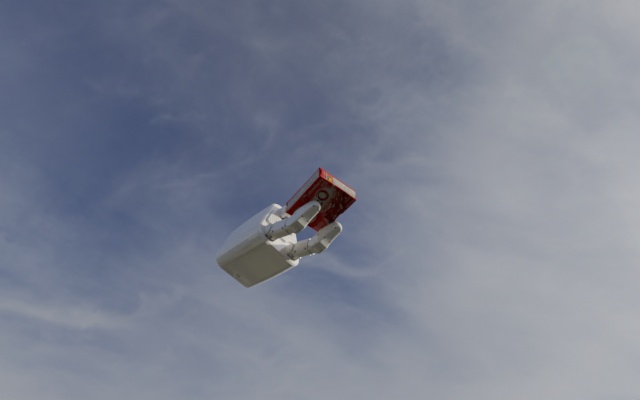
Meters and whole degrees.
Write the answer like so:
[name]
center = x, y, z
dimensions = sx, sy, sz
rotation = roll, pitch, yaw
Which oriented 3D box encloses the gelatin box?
[gelatin box]
center = 0.000, 0.002, 0.747
dimensions = 0.073, 0.089, 0.030
rotation = 33, 28, -22
